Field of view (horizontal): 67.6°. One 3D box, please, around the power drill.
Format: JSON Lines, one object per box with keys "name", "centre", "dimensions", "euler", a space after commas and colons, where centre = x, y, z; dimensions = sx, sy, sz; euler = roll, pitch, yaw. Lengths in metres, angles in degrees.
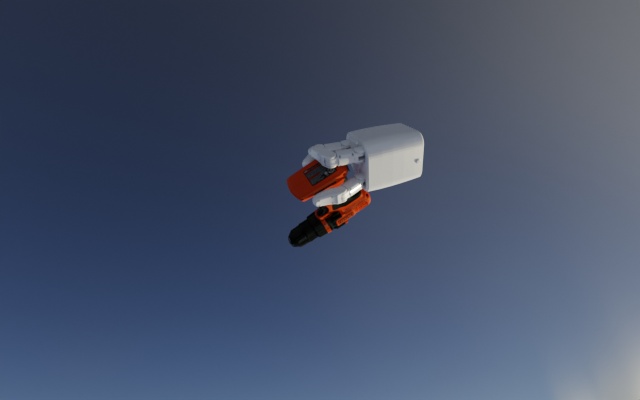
{"name": "power drill", "centre": [0.000, 0.003, 0.888], "dimensions": [0.184, 0.057, 0.188], "euler": [-35, -28, -4]}
